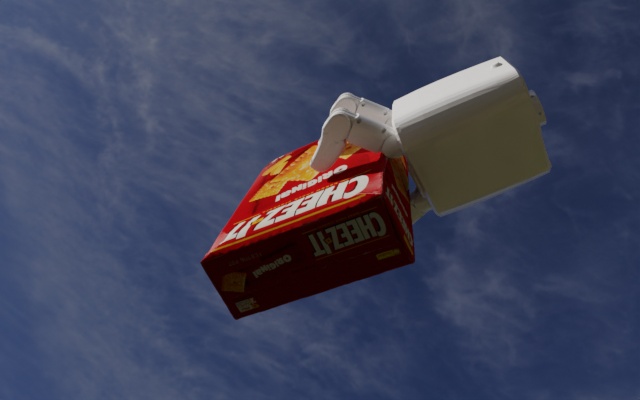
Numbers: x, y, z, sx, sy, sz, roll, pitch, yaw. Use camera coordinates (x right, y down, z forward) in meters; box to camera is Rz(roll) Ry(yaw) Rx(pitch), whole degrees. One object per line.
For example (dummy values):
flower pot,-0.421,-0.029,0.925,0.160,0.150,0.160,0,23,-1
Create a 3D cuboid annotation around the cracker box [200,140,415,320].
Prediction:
cracker box,0.000,0.002,0.462,0.164,0.072,0.213,-22,20,18
